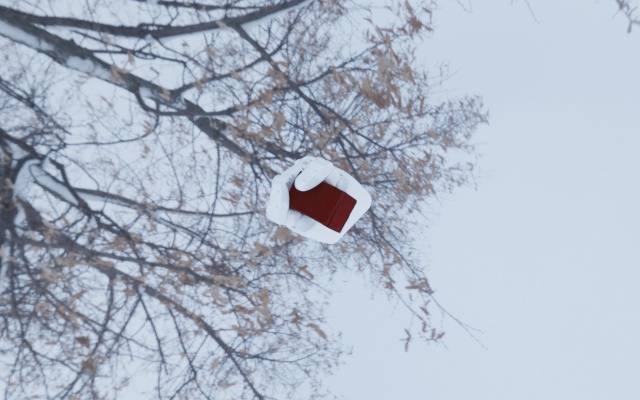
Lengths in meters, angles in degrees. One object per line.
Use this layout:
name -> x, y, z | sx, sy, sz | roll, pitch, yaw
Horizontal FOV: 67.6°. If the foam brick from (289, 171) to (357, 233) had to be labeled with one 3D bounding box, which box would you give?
foam brick -> 0.000, 0.002, 0.645 | 0.078, 0.053, 0.051 | 28, -2, 29
